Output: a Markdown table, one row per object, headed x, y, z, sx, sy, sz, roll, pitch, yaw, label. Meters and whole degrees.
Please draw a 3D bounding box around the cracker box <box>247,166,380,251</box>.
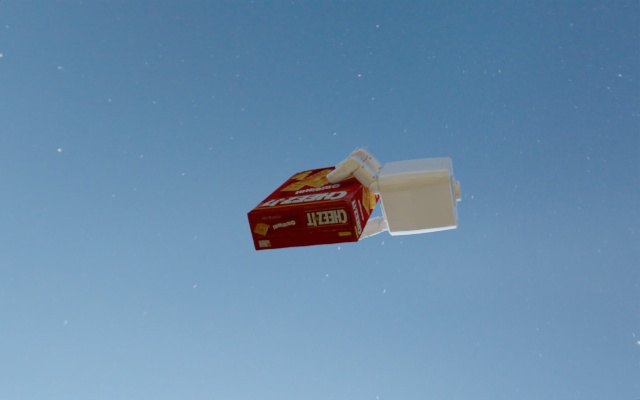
| x | y | z | sx | sy | sz | roll | pitch | yaw | label |
| --- | --- | --- | --- | --- | --- | --- | --- | --- | --- |
| 0.000 | 0.003 | 0.782 | 0.164 | 0.072 | 0.213 | -7 | 16 | 20 | cracker box |
